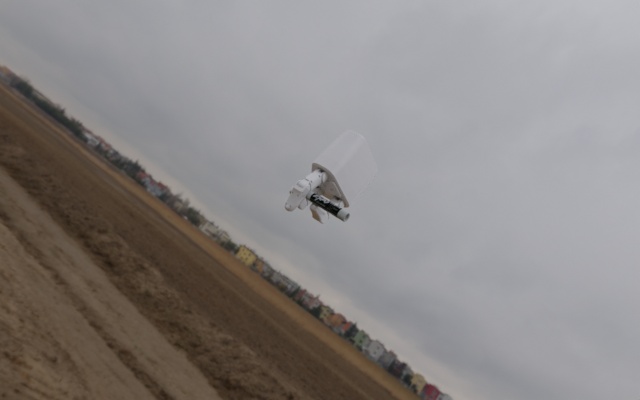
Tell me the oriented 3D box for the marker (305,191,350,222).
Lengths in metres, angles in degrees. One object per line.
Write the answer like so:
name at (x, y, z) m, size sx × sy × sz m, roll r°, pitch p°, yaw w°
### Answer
marker at (0.000, 0.003, 0.857) m, size 0.121 × 0.020 × 0.020 m, roll 30°, pitch 15°, yaw 28°
